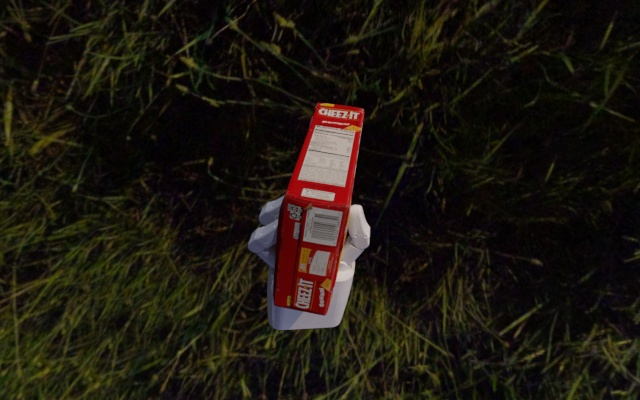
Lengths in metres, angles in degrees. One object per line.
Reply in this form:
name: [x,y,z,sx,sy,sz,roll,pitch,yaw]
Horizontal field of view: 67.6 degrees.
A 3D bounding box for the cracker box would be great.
cracker box: [0.000,0.002,0.581,0.072,0.164,0.213,10,37,2]
